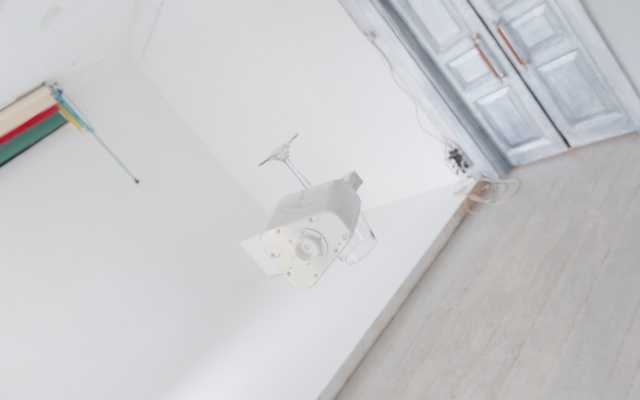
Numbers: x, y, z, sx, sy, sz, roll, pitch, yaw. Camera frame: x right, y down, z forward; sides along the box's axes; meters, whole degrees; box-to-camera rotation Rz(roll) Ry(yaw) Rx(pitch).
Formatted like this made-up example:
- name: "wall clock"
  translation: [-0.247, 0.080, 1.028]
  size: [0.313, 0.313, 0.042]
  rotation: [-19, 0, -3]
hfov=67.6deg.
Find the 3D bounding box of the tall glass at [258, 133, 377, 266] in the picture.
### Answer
- name: "tall glass"
  translation: [0.000, 0.002, 0.705]
  size: [0.079, 0.201, 0.079]
  rotation: [-37, 11, 9]
